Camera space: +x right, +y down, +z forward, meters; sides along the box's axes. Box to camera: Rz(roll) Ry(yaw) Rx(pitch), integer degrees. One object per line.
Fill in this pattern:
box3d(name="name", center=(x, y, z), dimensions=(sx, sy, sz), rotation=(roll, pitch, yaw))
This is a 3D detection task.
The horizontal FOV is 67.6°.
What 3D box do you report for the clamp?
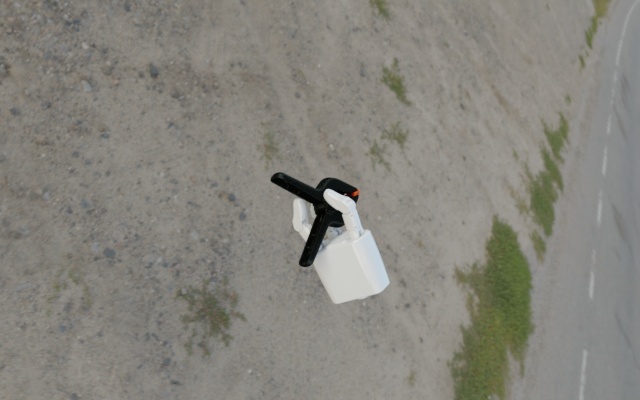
box3d(name="clamp", center=(0.001, 0.003, 0.857), dimensions=(0.036, 0.164, 0.210), rotation=(-14, 12, 40))
